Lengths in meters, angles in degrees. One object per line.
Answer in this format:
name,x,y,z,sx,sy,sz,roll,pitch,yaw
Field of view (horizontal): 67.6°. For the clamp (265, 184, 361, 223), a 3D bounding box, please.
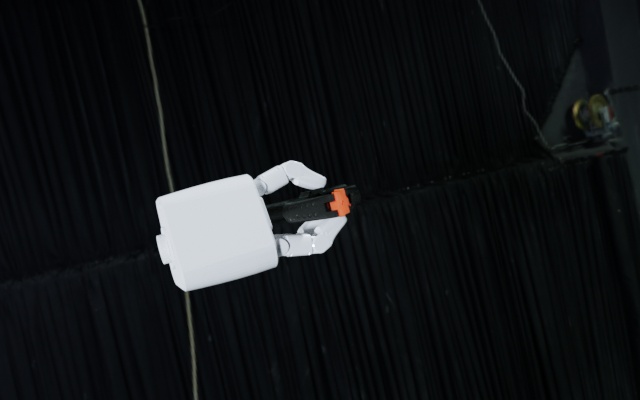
clamp,0.000,0.001,0.599,0.164,0.036,0.210,-17,4,-24
